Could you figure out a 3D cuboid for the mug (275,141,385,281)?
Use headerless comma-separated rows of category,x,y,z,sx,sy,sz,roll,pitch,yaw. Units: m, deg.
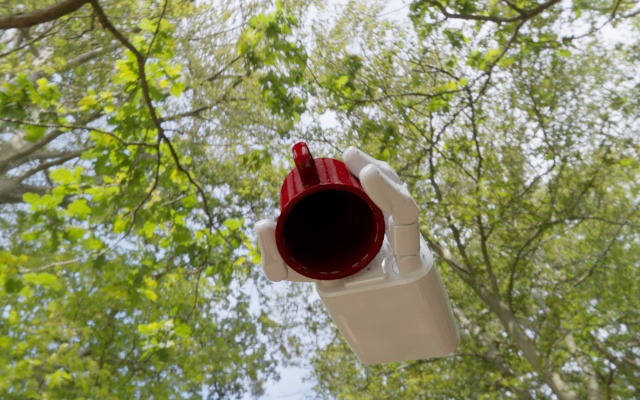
mug,-0.001,0.000,0.427,0.093,0.117,0.081,-23,26,5
